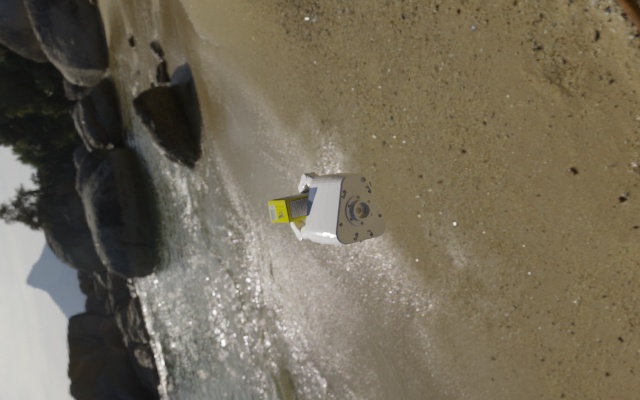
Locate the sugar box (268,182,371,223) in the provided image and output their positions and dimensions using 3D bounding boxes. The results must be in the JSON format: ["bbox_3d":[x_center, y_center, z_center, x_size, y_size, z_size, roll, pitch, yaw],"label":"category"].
[{"bbox_3d":[0.000,0.003,0.886,0.176,0.048,0.093,-11,3,-26],"label":"sugar box"}]
